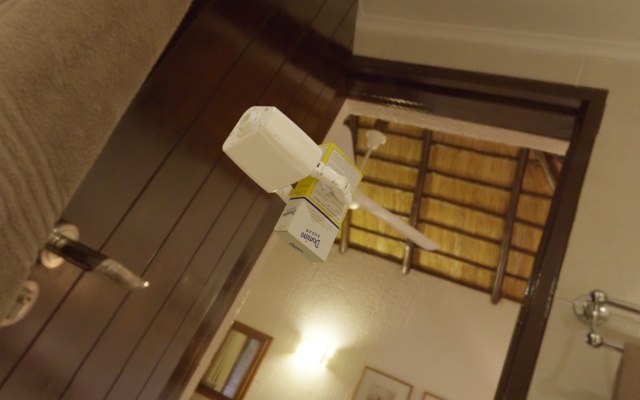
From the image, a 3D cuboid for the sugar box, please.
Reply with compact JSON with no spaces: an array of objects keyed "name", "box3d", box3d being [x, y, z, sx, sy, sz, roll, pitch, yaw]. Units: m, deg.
[{"name":"sugar box","box3d":[0.000,0.002,0.780,0.048,0.176,0.093,-3,-38,49]}]
